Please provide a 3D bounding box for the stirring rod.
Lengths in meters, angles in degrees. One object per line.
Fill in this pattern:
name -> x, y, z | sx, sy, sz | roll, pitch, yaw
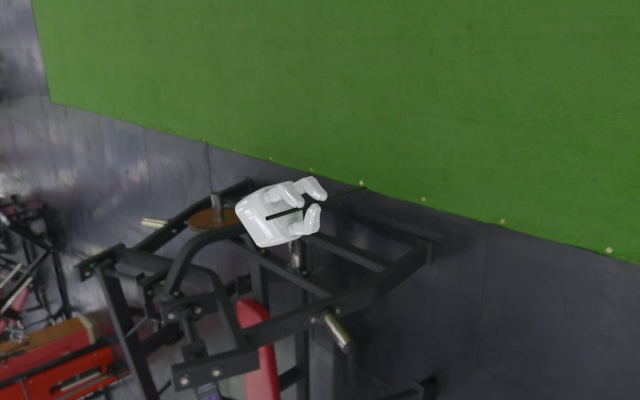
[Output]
stirring rod -> 0.000, 0.003, 0.857 | 0.239, 0.011, 0.011 | -17, 11, -40
